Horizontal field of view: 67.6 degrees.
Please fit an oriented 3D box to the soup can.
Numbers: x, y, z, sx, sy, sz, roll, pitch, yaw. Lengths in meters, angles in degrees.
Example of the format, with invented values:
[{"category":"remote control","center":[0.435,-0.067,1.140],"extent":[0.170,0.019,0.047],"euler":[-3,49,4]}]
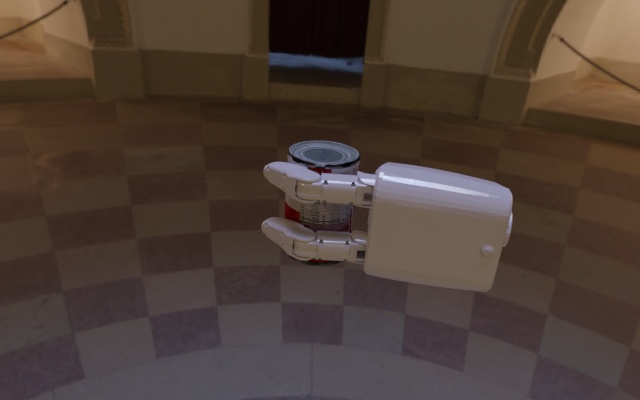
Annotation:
[{"category":"soup can","center":[0.000,0.001,0.454],"extent":[0.068,0.102,0.068],"euler":[4,25,-2]}]
